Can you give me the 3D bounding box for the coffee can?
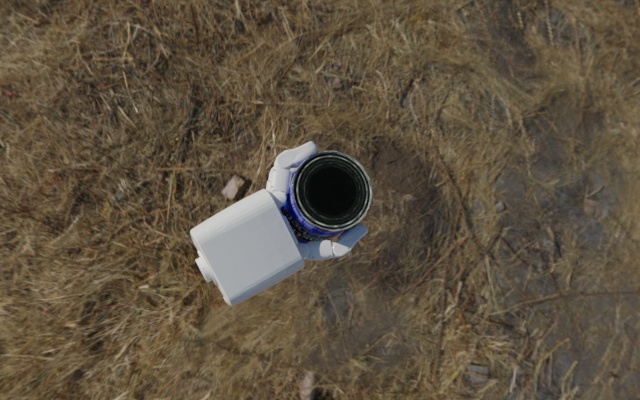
[{"bbox_3d":[0.000,0.002,0.650,0.103,0.102,0.140,0,-12,-13],"label":"coffee can"}]
